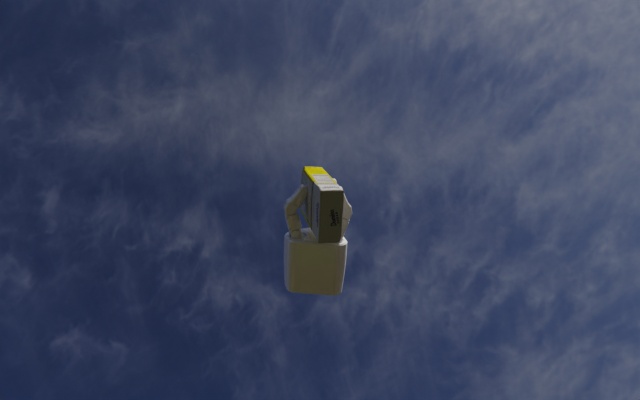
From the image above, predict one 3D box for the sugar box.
[{"bbox_3d":[0.001,0.003,0.852,0.048,0.093,0.176,-2,17,-14],"label":"sugar box"}]
